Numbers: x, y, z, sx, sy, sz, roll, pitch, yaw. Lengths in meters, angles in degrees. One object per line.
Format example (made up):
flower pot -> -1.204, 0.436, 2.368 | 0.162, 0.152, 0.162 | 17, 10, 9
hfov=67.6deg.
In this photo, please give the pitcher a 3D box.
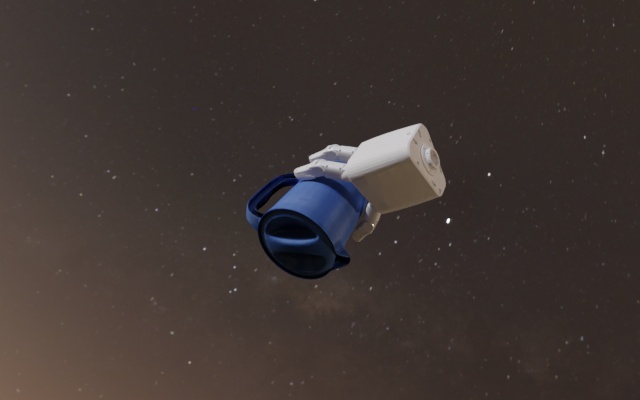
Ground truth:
pitcher -> 0.000, 0.003, 0.805 | 0.145, 0.149, 0.242 | -20, 21, 38
